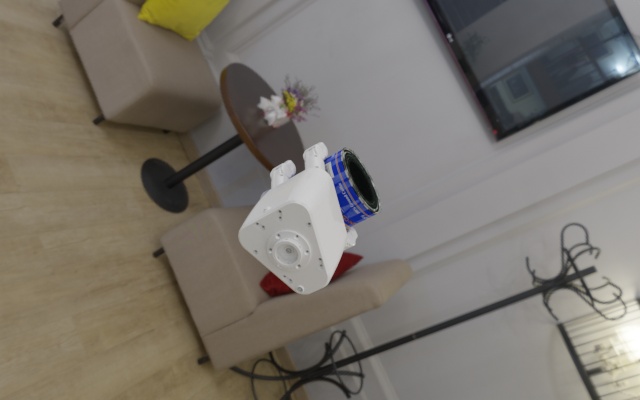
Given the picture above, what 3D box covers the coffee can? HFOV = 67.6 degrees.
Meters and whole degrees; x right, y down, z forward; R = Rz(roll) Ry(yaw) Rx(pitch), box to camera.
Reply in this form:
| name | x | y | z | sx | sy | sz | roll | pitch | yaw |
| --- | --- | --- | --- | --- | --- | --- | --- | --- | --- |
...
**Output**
| name | x | y | z | sx | sy | sz | roll | pitch | yaw |
| --- | --- | --- | --- | --- | --- | --- | --- | --- | --- |
| coffee can | 0.000 | 0.002 | 0.676 | 0.140 | 0.103 | 0.103 | -28 | -10 | 20 |
